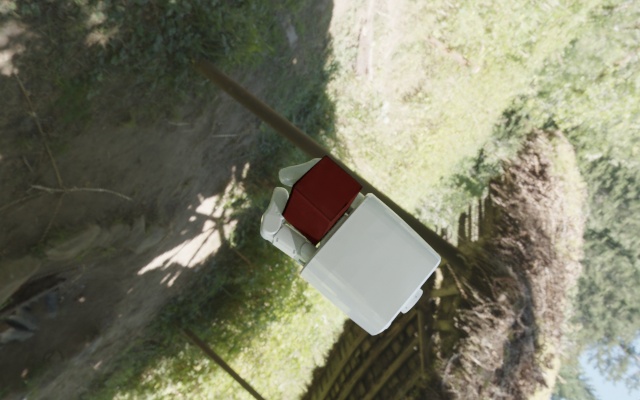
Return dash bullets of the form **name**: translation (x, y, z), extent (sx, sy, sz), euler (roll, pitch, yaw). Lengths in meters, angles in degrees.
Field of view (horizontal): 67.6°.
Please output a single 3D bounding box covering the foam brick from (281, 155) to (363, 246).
- **foam brick**: translation (0.000, 0.001, 0.492), extent (0.053, 0.051, 0.078), euler (-45, -8, -25)
